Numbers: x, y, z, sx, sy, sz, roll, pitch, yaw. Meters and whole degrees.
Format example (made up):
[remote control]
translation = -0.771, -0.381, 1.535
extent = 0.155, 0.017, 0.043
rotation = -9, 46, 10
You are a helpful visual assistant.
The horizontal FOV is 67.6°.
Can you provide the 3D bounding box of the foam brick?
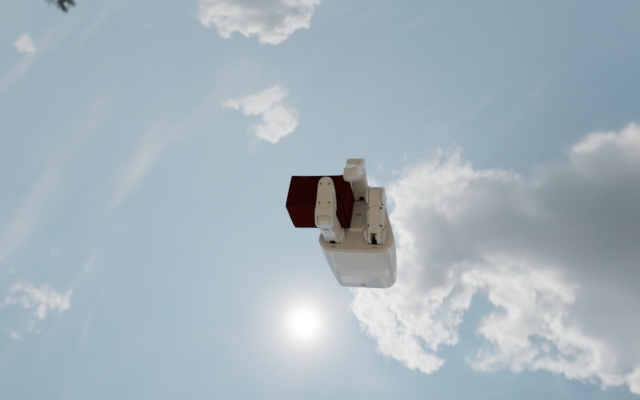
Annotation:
[foam brick]
translation = 0.000, 0.002, 0.626
extent = 0.078, 0.053, 0.051
rotation = 0, -37, 15
